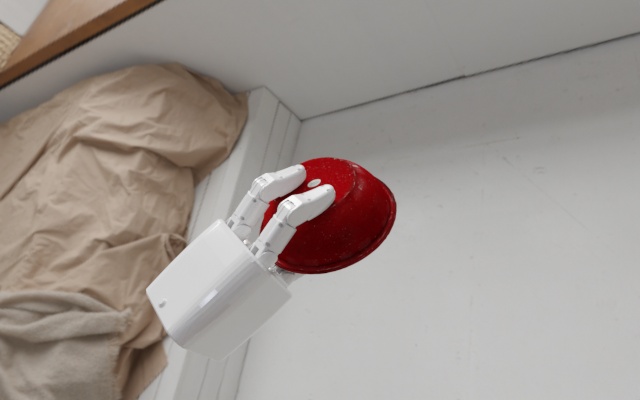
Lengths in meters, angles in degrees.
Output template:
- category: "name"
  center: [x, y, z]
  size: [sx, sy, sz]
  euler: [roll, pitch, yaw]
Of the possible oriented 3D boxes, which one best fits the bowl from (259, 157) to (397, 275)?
- category: "bowl"
  center: [0.001, 0.001, 0.529]
  size: [0.162, 0.055, 0.162]
  euler: [-12, 41, 10]
